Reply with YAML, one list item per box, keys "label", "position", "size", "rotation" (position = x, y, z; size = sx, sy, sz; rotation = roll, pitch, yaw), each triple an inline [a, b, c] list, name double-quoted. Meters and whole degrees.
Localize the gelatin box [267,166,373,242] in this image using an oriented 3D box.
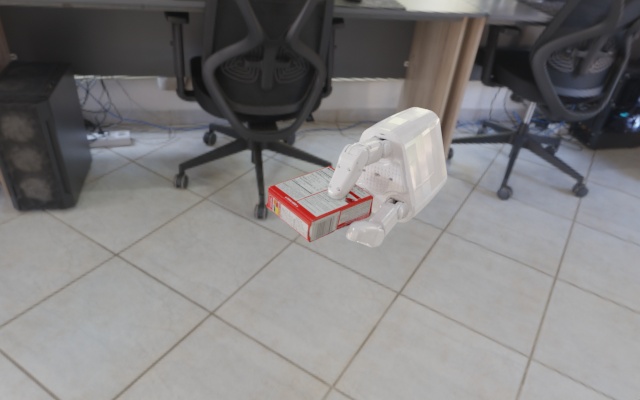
- label: "gelatin box"
  position: [0.000, 0.001, 0.505]
  size: [0.089, 0.030, 0.073]
  rotation: [-21, 42, -36]
